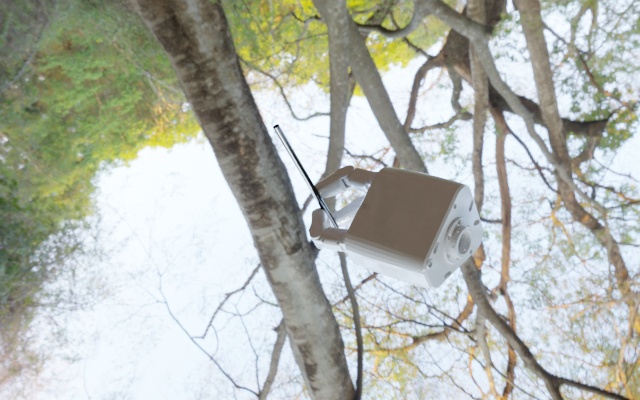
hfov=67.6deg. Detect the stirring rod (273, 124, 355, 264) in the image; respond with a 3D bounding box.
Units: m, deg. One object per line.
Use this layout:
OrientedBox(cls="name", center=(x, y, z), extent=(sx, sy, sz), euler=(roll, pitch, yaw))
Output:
OrientedBox(cls="stirring rod", center=(0.000, 0.002, 0.598), extent=(0.011, 0.011, 0.240), euler=(0, -44, 35))
